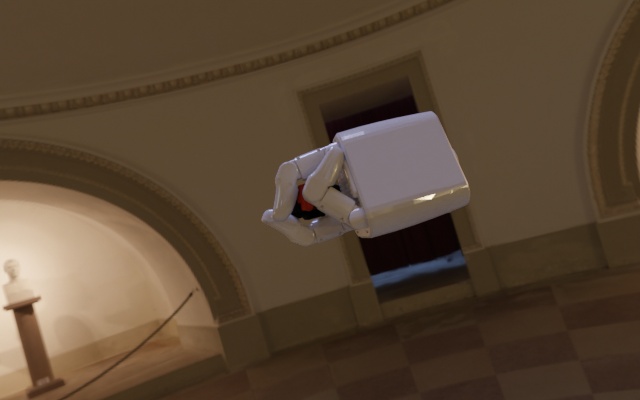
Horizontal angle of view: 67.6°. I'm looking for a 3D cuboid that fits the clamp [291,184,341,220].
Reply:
[{"bbox_3d":[0.000,0.001,0.570,0.120,0.039,0.171,-16,-2,-7],"label":"clamp"}]
